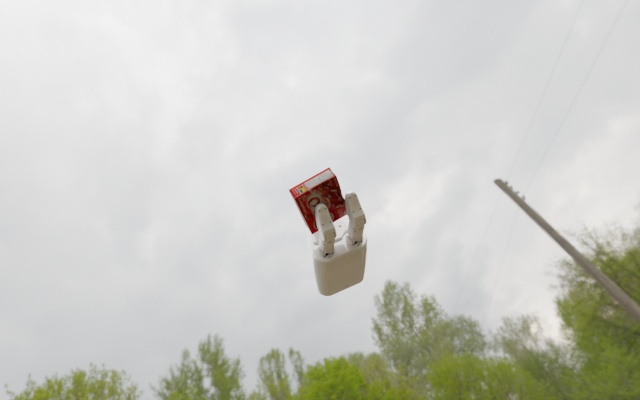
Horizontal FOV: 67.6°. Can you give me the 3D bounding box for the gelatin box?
[{"bbox_3d":[0.000,0.002,0.752,0.073,0.089,0.030,-29,43,-7],"label":"gelatin box"}]
